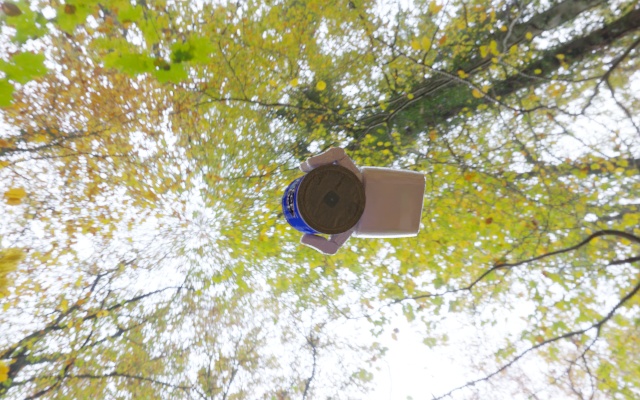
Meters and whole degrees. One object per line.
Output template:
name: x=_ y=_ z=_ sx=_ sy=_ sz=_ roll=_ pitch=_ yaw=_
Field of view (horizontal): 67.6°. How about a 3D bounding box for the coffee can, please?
coffee can: x=0.000 y=0.003 z=0.751 sx=0.103 sy=0.103 sz=0.140 roll=0 pitch=-3 yaw=-14
